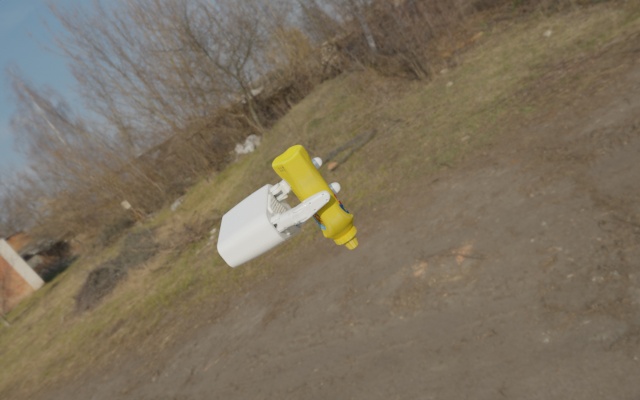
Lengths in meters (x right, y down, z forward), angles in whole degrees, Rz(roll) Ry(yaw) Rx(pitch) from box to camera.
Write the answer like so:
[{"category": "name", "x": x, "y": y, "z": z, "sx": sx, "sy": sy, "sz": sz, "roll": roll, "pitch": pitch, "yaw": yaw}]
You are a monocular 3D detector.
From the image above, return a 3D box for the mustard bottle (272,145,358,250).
[{"category": "mustard bottle", "x": 0.000, "y": 0.002, "z": 0.770, "sx": 0.058, "sy": 0.192, "sz": 0.096, "roll": -38, "pitch": 14, "yaw": -5}]
